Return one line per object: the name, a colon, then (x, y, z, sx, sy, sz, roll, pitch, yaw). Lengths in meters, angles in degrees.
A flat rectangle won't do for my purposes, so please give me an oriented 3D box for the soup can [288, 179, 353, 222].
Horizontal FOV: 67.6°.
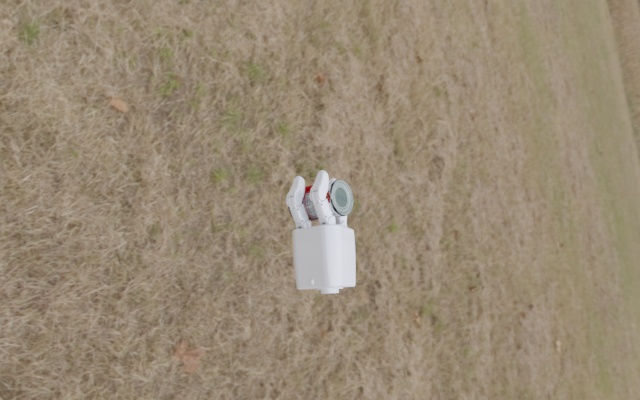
soup can: (0.000, 0.002, 0.872, 0.102, 0.068, 0.068, -12, -7, 38)
